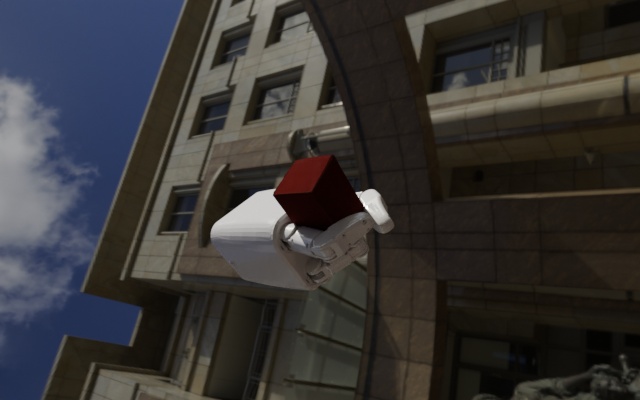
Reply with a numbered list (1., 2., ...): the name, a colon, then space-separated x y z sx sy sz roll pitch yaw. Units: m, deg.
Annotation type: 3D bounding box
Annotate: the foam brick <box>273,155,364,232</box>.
1. foam brick: 0.000 0.001 0.477 0.051 0.053 0.078 -1 -45 38
